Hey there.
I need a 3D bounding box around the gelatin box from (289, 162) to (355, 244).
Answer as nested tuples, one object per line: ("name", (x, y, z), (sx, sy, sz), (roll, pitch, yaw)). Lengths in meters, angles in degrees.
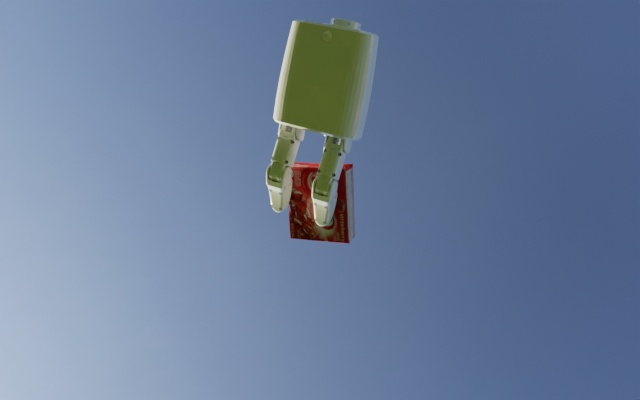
("gelatin box", (0.000, 0.002, 0.547), (0.073, 0.089, 0.030), (3, 17, 21))
